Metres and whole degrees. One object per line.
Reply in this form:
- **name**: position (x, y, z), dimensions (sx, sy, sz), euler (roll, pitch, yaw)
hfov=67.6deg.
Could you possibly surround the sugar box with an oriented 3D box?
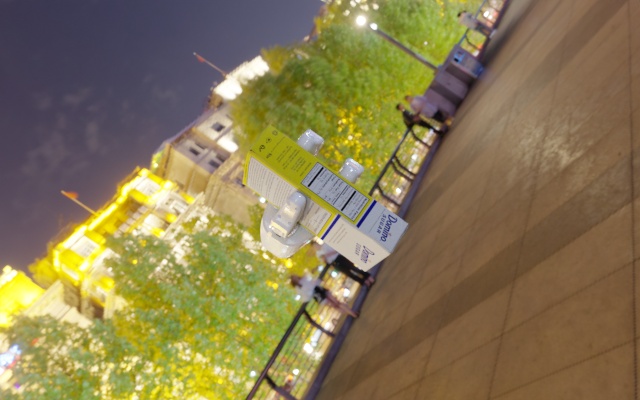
- **sugar box**: position (0.000, 0.001, 0.515), dimensions (0.176, 0.048, 0.093), euler (34, -22, 1)
